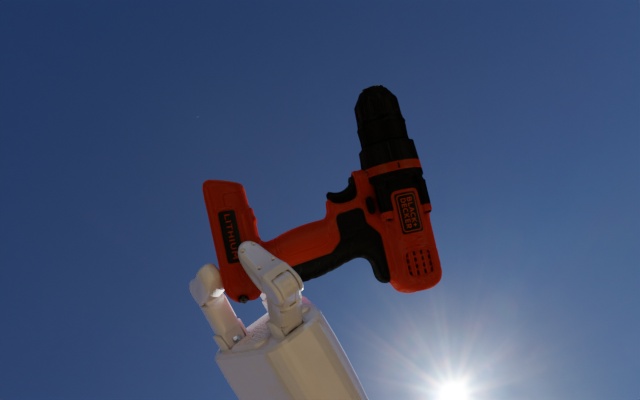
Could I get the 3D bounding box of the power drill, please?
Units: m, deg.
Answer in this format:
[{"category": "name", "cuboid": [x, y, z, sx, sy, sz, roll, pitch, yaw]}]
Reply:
[{"category": "power drill", "cuboid": [0.000, 0.002, 0.409, 0.187, 0.184, 0.057, -12, -8, -5]}]
